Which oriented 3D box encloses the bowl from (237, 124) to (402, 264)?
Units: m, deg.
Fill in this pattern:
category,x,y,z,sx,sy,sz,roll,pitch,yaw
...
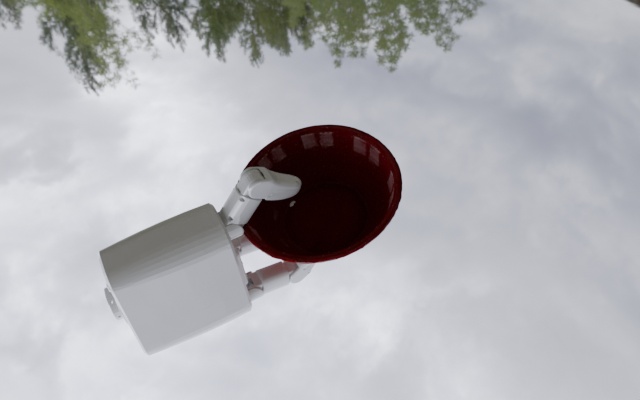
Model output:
category,x,y,z,sx,sy,sz,roll,pitch,yaw
bowl,0.001,0.001,0.472,0.162,0.162,0.055,0,-35,13
